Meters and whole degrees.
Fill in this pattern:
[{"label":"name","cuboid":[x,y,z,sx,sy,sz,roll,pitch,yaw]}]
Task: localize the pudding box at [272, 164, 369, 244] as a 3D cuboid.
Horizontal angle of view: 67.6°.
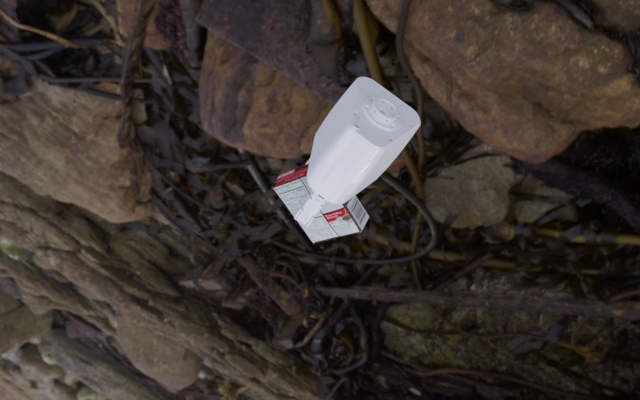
[{"label":"pudding box","cuboid":[0.000,0.002,0.662,0.090,0.113,0.039,-16,28,36]}]
